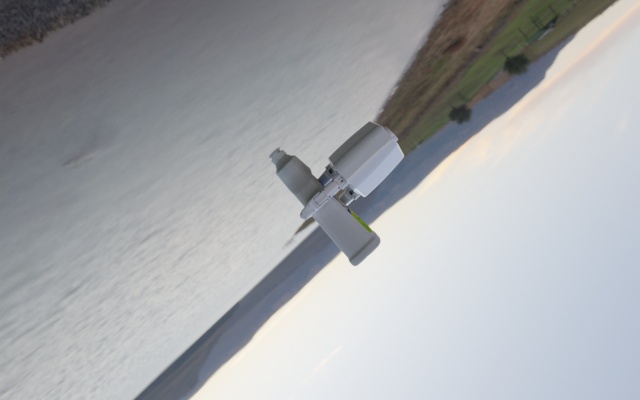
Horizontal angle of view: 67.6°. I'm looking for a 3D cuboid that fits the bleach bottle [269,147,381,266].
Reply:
[{"bbox_3d":[0.000,0.003,0.864,0.068,0.251,0.102,-44,-2,6],"label":"bleach bottle"}]
